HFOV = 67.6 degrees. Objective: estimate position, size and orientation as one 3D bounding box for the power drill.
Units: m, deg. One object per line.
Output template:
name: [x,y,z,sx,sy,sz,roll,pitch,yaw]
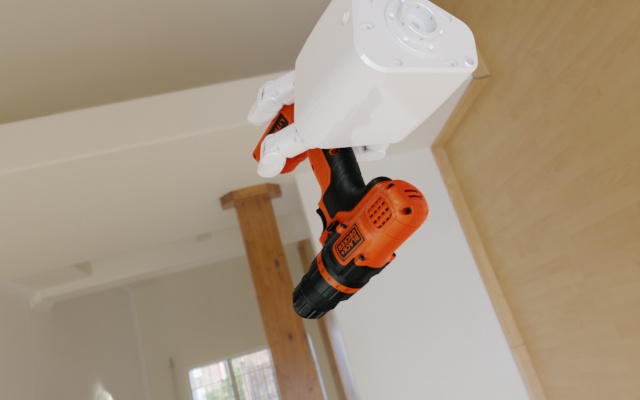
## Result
power drill: [0.000,0.001,0.470,0.057,0.187,0.184,0,-39,-45]
